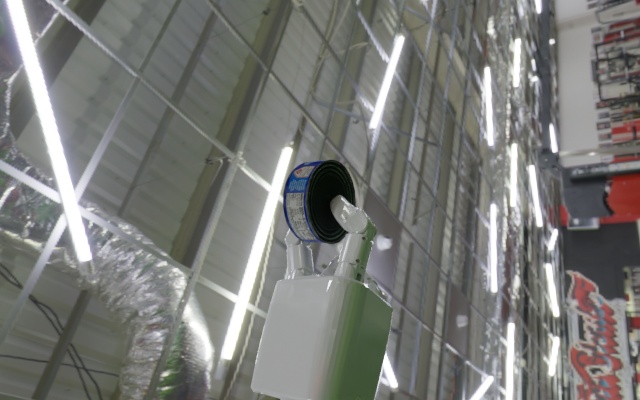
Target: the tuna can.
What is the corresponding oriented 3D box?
[{"bbox_3d":[0.000,0.002,0.494,0.034,0.086,0.086,-1,0,36],"label":"tuna can"}]
